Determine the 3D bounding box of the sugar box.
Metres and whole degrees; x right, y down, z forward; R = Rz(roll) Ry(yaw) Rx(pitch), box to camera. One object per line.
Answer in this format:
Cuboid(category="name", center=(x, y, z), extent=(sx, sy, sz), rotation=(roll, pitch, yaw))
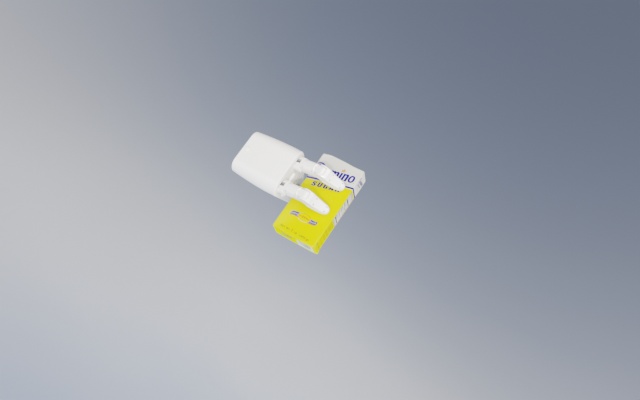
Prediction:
Cuboid(category="sugar box", center=(0.000, 0.003, 0.887), extent=(0.093, 0.176, 0.048), rotation=(27, -17, 19))
